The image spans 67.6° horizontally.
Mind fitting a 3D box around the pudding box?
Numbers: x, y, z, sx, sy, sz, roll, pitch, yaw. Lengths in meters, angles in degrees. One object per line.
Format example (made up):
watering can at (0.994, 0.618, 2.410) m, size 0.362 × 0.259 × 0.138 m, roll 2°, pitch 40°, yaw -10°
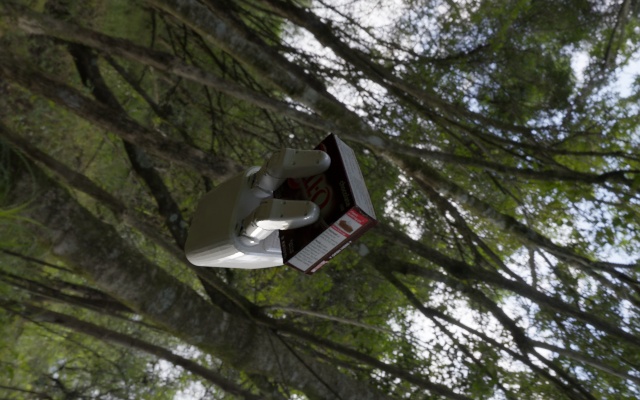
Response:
pudding box at (0.000, 0.002, 0.456) m, size 0.039 × 0.113 × 0.090 m, roll 31°, pitch -62°, yaw -35°
